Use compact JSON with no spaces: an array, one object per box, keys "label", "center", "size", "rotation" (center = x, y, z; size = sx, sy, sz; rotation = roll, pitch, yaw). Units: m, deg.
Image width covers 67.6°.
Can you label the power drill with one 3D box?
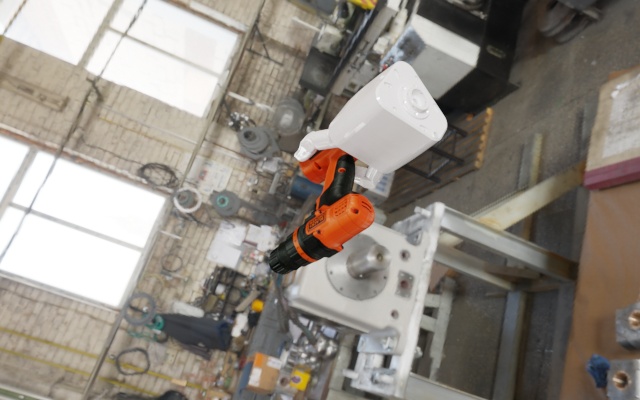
[{"label":"power drill","center":[0.000,0.002,0.679],"size":[0.057,0.187,0.184],"rotation":[34,-50,-30]}]
